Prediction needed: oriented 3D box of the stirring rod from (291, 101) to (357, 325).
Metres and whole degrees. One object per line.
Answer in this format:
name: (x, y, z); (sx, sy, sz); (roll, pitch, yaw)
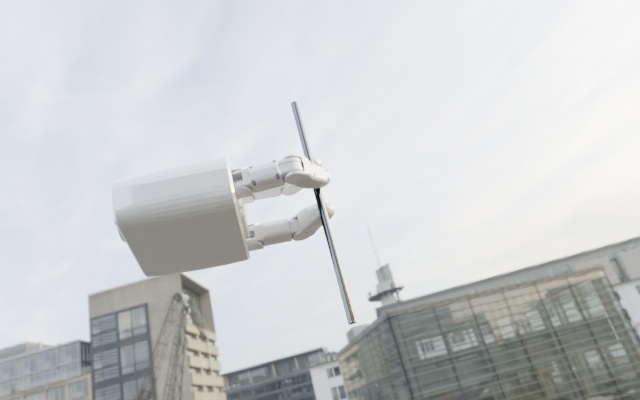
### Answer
stirring rod: (0.000, 0.002, 0.468); (0.011, 0.239, 0.011); (-12, -24, -6)
